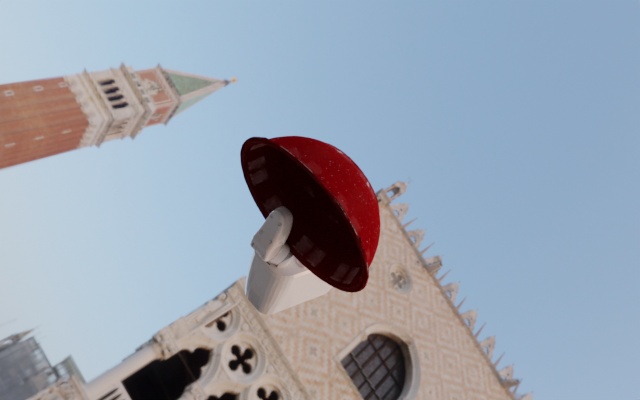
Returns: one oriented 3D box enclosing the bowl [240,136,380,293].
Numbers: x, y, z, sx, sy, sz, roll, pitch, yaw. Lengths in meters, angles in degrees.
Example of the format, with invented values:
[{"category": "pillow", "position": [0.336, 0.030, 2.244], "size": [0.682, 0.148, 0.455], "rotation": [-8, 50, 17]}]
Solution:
[{"category": "bowl", "position": [0.001, 0.001, 0.421], "size": [0.055, 0.162, 0.162], "rotation": [-38, 17, -23]}]
